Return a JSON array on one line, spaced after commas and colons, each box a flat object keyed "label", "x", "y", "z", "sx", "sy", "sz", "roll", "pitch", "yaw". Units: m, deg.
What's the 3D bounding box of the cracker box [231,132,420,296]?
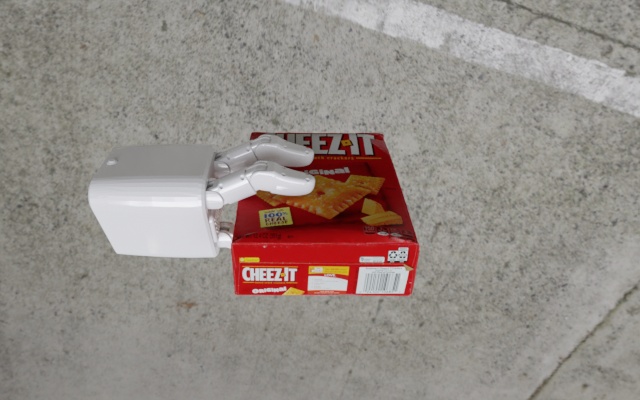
[{"label": "cracker box", "x": 0.000, "y": 0.002, "z": 0.502, "sx": 0.164, "sy": 0.072, "sz": 0.213, "roll": 1, "pitch": 35, "yaw": -3}]
